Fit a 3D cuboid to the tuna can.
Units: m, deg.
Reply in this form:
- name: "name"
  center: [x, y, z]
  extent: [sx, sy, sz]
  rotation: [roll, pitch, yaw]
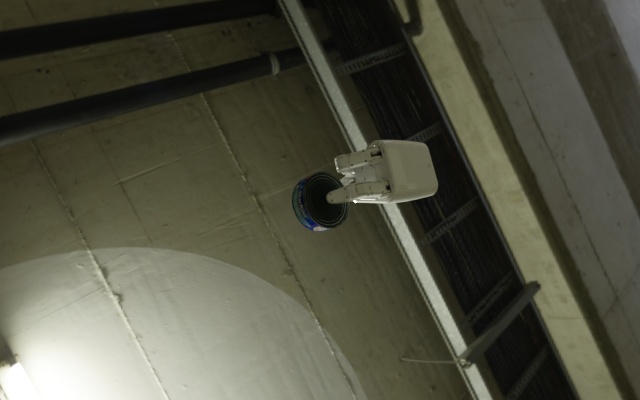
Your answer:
- name: "tuna can"
  center: [0.000, 0.002, 0.710]
  extent: [0.086, 0.086, 0.034]
  rotation: [0, -13, -39]
